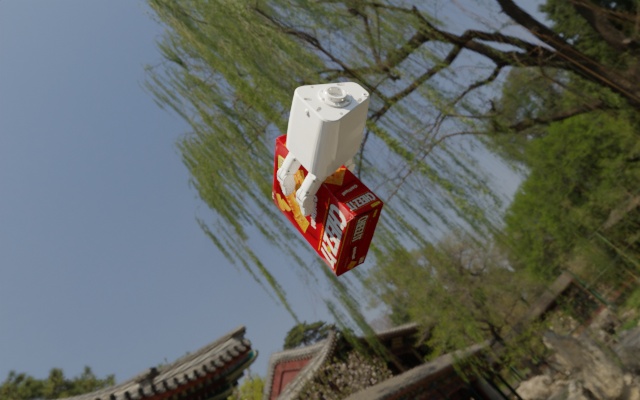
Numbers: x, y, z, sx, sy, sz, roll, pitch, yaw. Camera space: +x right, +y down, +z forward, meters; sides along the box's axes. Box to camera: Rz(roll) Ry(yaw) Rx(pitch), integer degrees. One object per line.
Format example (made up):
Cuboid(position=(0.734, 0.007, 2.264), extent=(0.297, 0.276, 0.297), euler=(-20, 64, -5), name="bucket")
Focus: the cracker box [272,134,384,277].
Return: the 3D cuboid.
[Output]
Cuboid(position=(0.000, 0.003, 0.835), extent=(0.072, 0.164, 0.213), euler=(-25, 56, -28), name="cracker box")
